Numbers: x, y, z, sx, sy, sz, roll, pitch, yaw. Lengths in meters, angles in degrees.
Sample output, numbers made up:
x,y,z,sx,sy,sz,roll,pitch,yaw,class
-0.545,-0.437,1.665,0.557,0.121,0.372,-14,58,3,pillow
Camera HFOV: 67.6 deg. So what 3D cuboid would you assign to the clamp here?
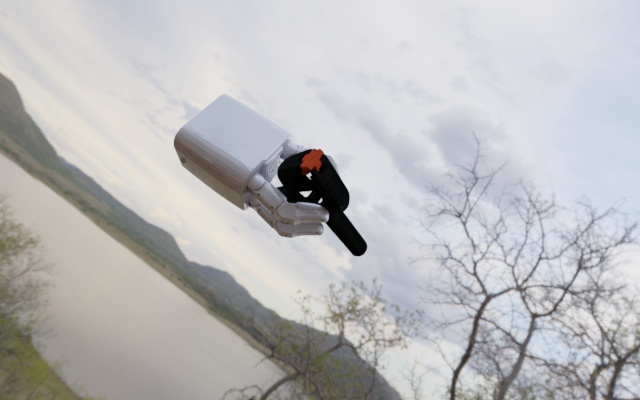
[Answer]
x,y,z,sx,sy,sz,roll,pitch,yaw,class
0.000,0.001,0.594,0.164,0.036,0.210,31,-20,6,clamp
